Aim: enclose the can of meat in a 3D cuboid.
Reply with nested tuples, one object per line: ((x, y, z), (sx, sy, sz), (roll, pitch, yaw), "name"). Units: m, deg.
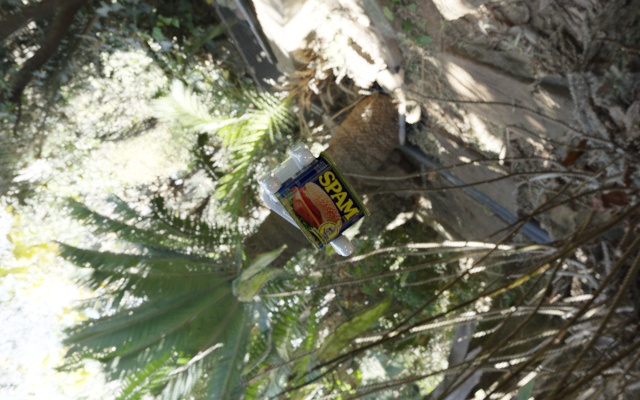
((0.000, 0.002, 0.616), (0.084, 0.102, 0.057), (-37, 18, -3), "can of meat")
